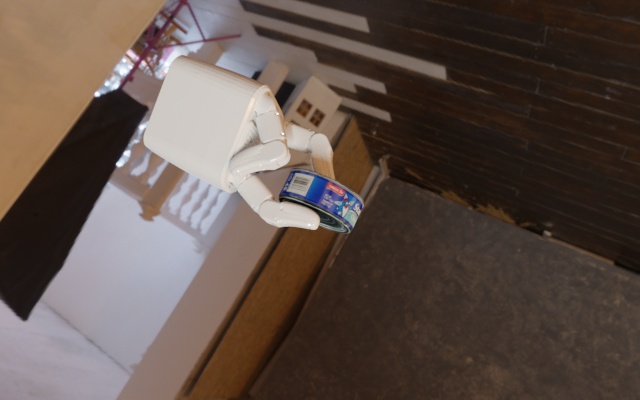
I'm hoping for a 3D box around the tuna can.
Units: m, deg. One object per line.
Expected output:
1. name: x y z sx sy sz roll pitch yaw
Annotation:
1. tuna can: 0.000 0.002 0.499 0.086 0.033 0.086 24 -13 6
